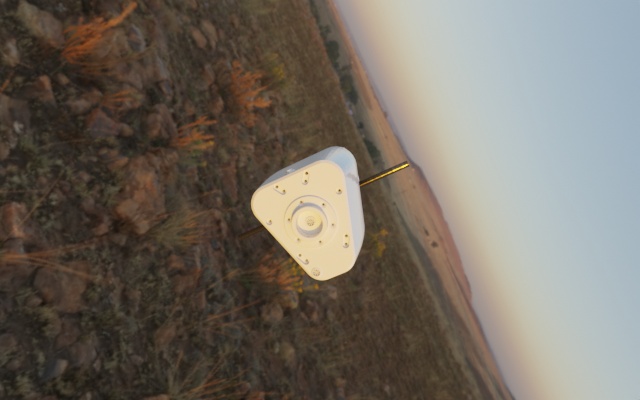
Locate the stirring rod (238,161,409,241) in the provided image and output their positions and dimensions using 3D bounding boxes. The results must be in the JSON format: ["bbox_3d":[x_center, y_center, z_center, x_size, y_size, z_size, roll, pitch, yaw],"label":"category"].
[{"bbox_3d":[0.000,0.002,0.611,0.239,0.011,0.011,-24,-5,11],"label":"stirring rod"}]
